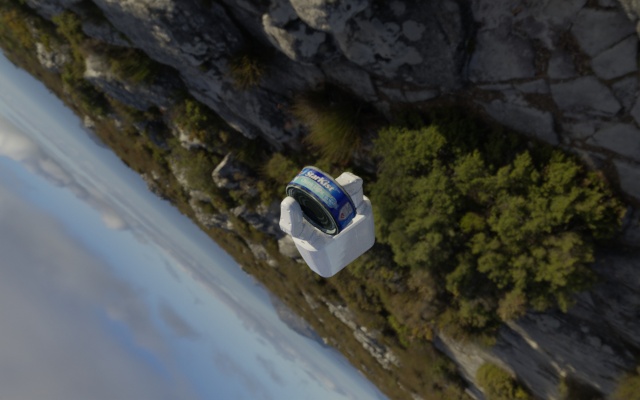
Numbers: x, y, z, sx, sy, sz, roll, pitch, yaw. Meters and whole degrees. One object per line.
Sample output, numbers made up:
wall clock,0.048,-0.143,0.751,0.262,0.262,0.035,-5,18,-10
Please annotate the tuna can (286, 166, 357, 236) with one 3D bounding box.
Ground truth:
tuna can,0.000,0.002,0.570,0.033,0.086,0.086,-46,19,-20
